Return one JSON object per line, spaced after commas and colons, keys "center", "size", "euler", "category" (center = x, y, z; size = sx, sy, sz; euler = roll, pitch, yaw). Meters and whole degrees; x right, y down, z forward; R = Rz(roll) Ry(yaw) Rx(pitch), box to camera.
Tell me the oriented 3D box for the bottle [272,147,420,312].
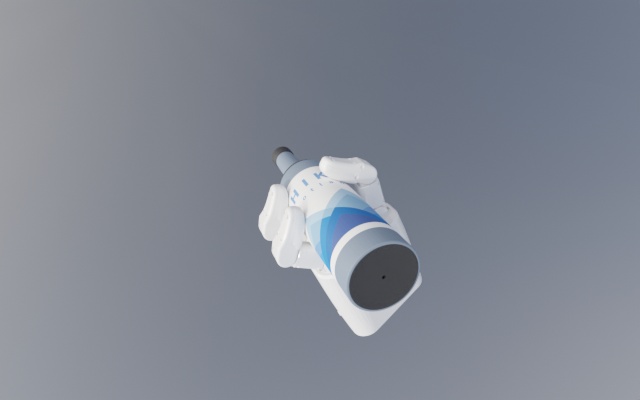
{"center": [0.000, 0.002, 0.504], "size": [0.069, 0.069, 0.295], "euler": [0, 24, -22], "category": "bottle"}
